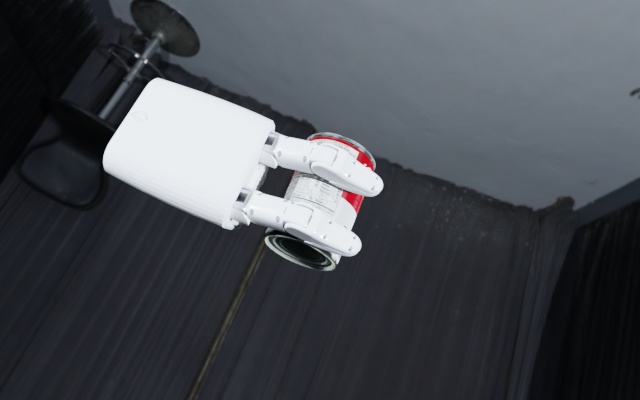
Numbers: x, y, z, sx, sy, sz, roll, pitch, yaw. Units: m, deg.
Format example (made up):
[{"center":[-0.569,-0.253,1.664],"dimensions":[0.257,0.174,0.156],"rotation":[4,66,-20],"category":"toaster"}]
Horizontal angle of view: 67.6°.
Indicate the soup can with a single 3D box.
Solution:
[{"center":[0.000,0.002,0.418],"dimensions":[0.068,0.102,0.068],"rotation":[19,-23,9],"category":"soup can"}]
